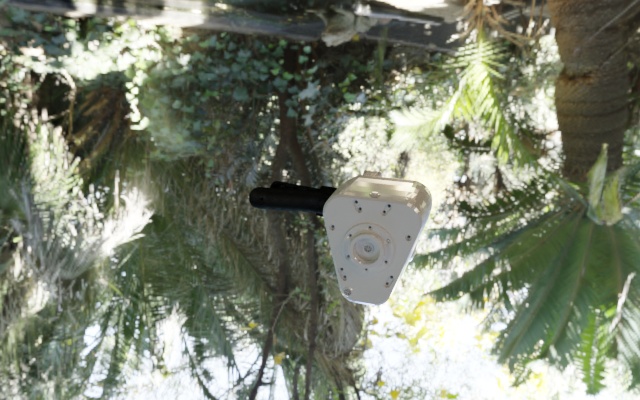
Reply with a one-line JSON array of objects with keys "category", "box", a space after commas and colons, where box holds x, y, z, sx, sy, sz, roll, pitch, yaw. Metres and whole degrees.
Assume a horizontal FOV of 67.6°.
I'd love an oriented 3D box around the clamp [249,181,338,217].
[{"category": "clamp", "box": [0.000, 0.002, 0.576, 0.171, 0.039, 0.120, 7, 13, 15]}]
